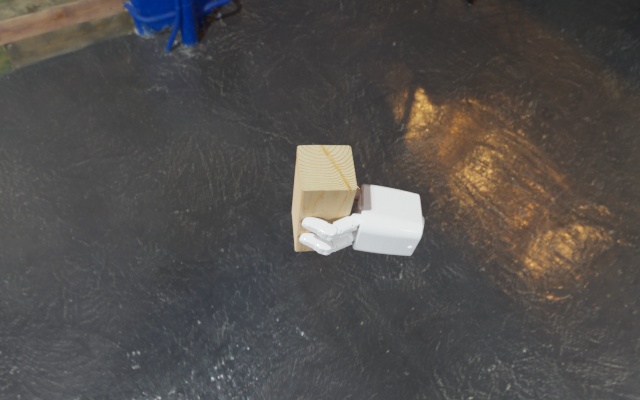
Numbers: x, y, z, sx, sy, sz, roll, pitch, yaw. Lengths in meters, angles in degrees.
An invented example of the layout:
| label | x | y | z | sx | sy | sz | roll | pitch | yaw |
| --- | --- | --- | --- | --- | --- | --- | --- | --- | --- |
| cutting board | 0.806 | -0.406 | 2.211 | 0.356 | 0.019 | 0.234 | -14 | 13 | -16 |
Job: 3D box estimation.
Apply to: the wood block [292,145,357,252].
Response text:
| label | x | y | z | sx | sy | sz | roll | pitch | yaw |
| --- | --- | --- | --- | --- | --- | --- | --- | --- | --- |
| wood block | 0.001 | 0.002 | 0.839 | 0.090 | 0.090 | 0.206 | -1 | -33 | -7 |
